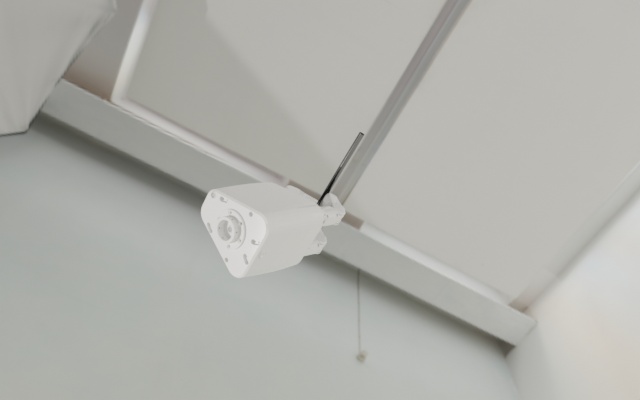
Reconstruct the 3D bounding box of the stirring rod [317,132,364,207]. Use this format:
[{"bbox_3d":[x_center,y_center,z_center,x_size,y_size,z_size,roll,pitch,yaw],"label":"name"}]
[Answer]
[{"bbox_3d":[0.000,0.002,0.704,0.011,0.240,0.011,25,25,-13],"label":"stirring rod"}]
